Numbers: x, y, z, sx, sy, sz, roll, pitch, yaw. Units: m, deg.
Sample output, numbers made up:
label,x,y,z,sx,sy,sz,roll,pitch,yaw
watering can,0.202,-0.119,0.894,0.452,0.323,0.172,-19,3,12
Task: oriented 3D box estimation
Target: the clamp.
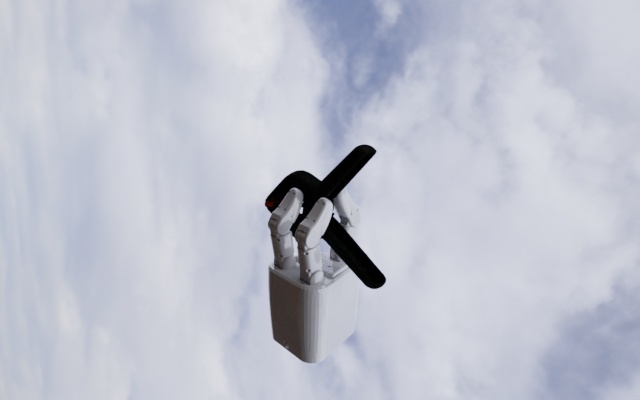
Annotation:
label,x,y,z,sx,sy,sz,roll,pitch,yaw
clamp,0.000,0.002,0.592,0.036,0.165,0.210,-15,22,-38
